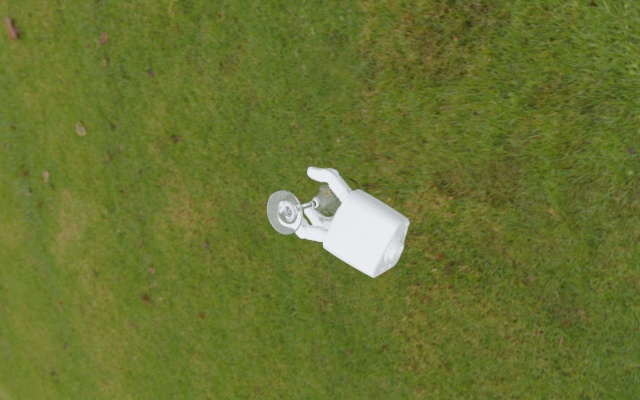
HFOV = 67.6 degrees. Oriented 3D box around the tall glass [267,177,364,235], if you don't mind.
[{"bbox_3d":[0.000,0.003,0.854,0.079,0.079,0.201,0,10,37],"label":"tall glass"}]
